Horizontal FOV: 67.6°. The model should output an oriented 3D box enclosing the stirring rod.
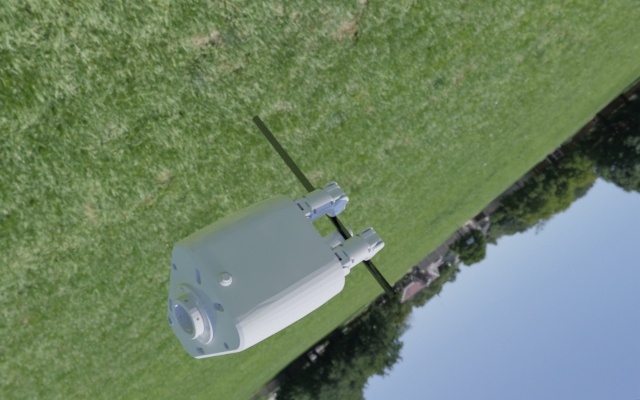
[{"bbox_3d":[0.000,0.002,0.495,0.011,0.239,0.011,-35,-14,-10],"label":"stirring rod"}]
